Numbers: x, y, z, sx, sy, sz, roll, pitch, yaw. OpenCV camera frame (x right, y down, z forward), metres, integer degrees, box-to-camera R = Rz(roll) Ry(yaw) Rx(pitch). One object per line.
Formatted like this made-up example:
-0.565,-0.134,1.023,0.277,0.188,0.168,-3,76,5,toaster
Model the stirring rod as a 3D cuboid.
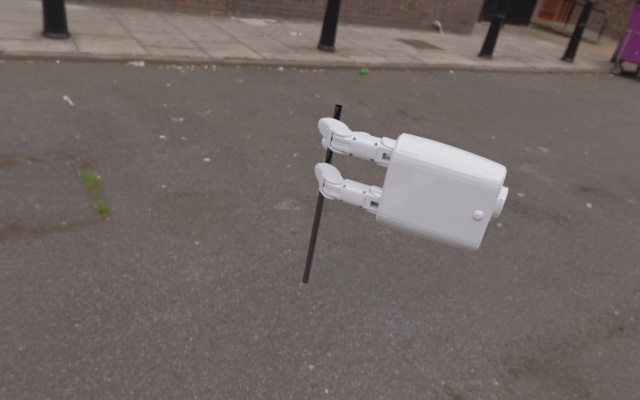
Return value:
0.000,0.002,0.576,0.011,0.240,0.011,9,27,-4,stirring rod
